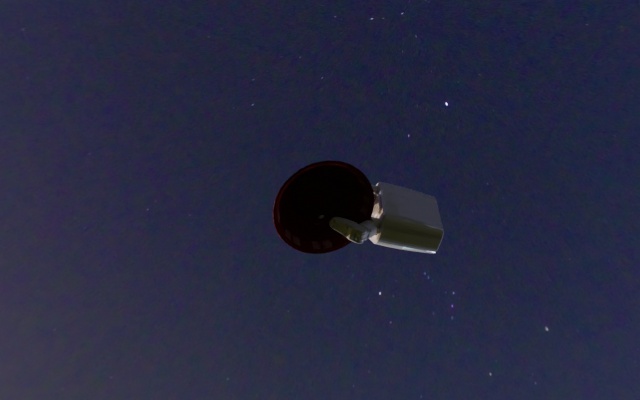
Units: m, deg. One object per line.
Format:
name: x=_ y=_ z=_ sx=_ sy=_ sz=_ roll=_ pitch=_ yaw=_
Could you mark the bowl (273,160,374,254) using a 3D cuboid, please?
bowl: x=-0.001 y=0.002 z=0.751 sx=0.162 sy=0.162 sz=0.055 roll=0 pitch=27 yaw=-18
